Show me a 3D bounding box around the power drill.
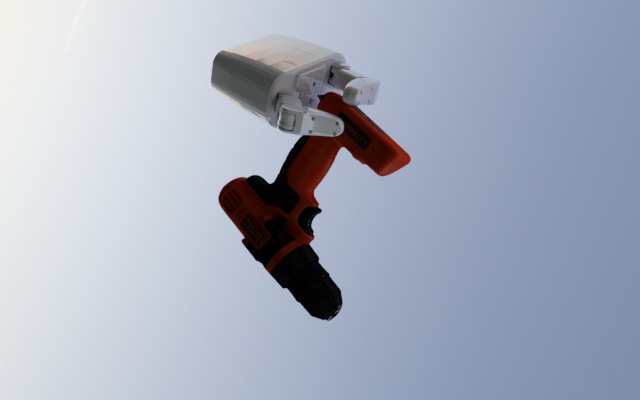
[{"bbox_3d":[0.000,0.001,0.483,0.184,0.188,0.057,47,16,17],"label":"power drill"}]
